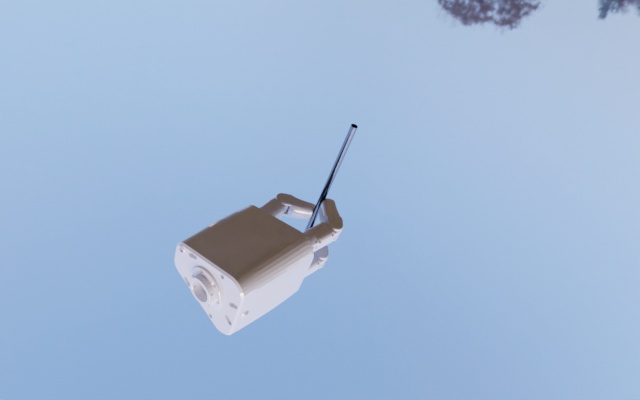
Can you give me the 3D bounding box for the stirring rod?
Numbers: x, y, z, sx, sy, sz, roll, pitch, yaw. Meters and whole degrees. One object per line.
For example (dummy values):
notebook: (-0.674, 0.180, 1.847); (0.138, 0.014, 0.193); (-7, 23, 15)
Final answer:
stirring rod: (0.000, 0.002, 0.604); (0.011, 0.011, 0.240); (0, -44, -26)
